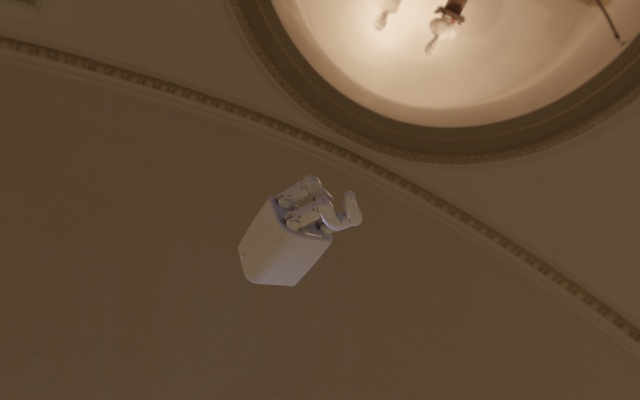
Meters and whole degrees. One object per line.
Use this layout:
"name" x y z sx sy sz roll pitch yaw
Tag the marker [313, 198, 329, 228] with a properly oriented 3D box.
"marker" 0.000 0.002 0.768 0.020 0.020 0.121 0 33 -19
